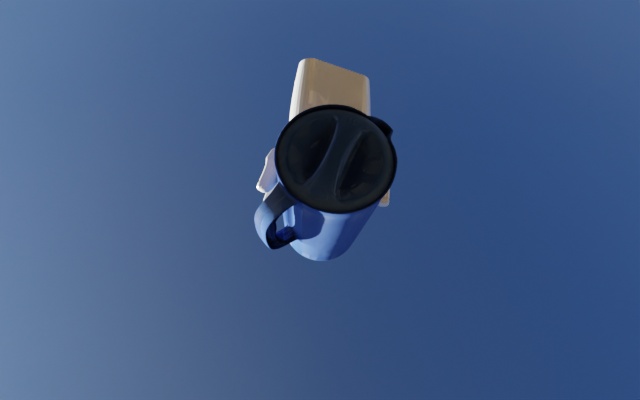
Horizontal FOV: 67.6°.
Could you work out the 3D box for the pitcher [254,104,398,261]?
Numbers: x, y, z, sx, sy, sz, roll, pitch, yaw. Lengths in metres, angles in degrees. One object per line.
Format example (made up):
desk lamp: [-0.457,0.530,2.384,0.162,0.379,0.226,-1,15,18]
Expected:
pitcher: [0.000,0.002,0.614,0.149,0.145,0.243,5,-23,-3]
